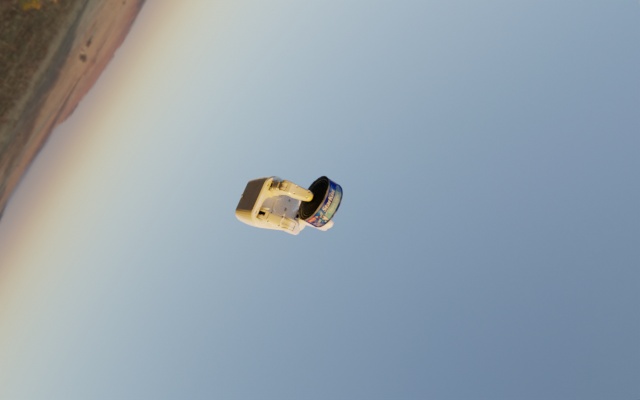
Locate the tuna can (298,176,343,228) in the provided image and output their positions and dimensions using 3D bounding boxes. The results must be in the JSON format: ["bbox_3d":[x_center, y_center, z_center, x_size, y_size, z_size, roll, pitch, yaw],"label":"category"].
[{"bbox_3d":[0.001,0.003,0.818,0.034,0.086,0.086,30,-13,-23],"label":"tuna can"}]
